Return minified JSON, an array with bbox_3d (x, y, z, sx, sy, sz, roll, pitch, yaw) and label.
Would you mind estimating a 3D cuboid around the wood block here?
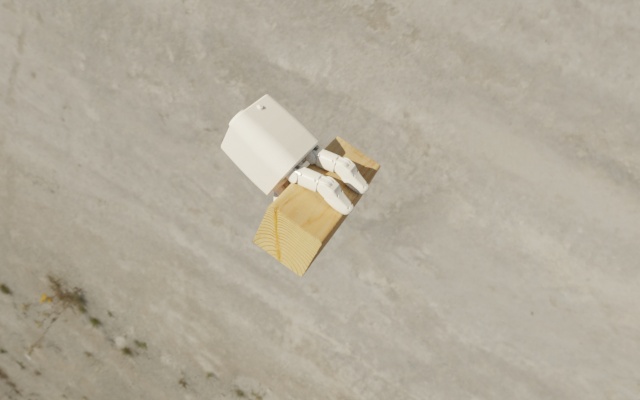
[{"bbox_3d":[0.000,0.002,0.728,0.090,0.091,0.206,35,46,5],"label":"wood block"}]
